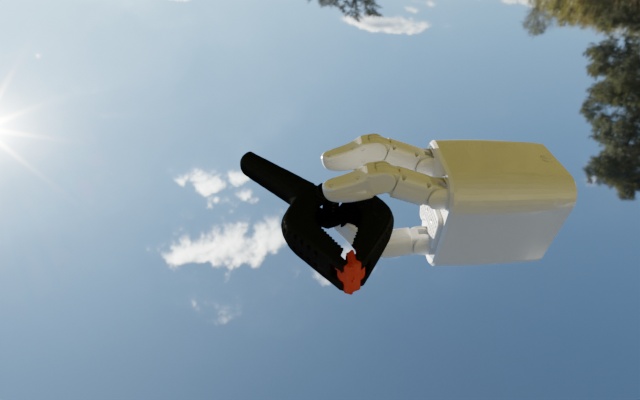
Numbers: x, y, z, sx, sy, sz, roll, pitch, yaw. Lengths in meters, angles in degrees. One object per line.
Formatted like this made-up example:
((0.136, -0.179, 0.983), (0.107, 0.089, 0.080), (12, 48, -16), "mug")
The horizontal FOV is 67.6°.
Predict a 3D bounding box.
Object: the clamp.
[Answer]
((0.000, 0.002, 0.432), (0.164, 0.036, 0.209), (-3, 33, 1), "clamp")
